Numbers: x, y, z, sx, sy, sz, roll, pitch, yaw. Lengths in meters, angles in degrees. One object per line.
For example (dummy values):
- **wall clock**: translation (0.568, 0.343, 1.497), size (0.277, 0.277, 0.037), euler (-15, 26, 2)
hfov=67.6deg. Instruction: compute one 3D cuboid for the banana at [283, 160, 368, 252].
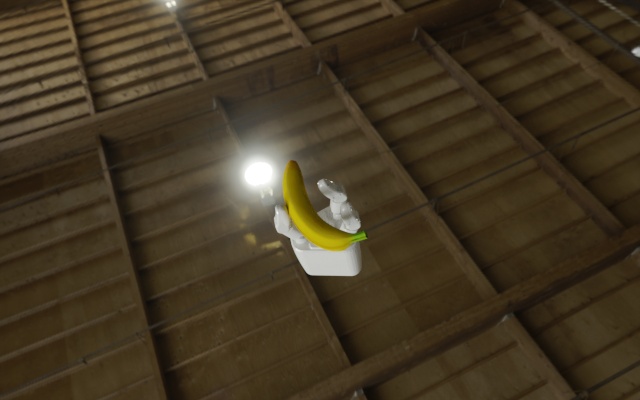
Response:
- **banana**: translation (-0.012, 0.016, 0.723), size (0.197, 0.069, 0.037), euler (46, -10, 33)
